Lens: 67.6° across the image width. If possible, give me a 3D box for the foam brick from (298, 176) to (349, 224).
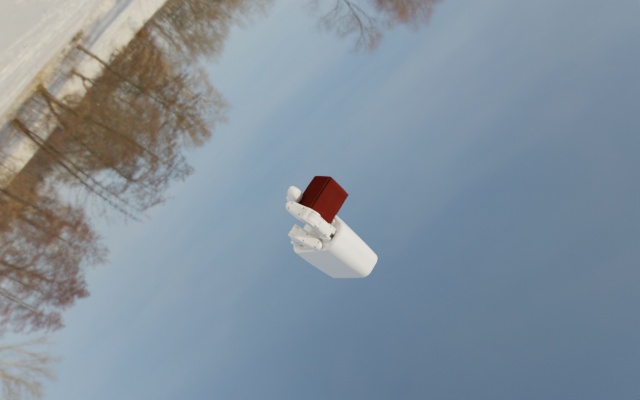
[{"bbox_3d":[0.000,0.002,0.826,0.051,0.078,0.053,40,-15,-28],"label":"foam brick"}]
